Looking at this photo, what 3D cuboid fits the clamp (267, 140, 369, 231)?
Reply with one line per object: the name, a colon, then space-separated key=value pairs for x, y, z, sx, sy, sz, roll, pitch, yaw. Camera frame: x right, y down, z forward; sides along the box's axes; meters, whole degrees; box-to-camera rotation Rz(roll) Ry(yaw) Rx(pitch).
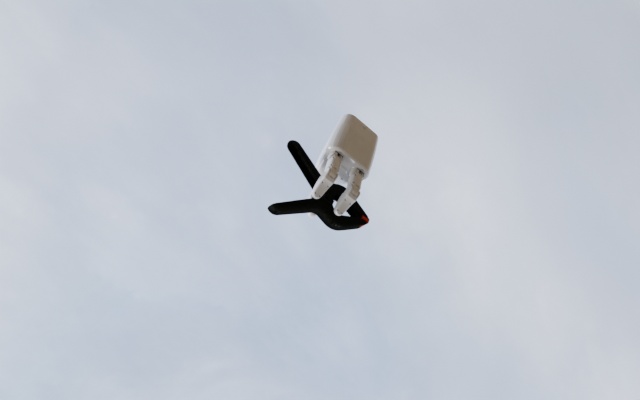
clamp: x=0.000 y=0.003 z=0.881 sx=0.210 sy=0.164 sz=0.036 roll=36 pitch=-40 yaw=-19
